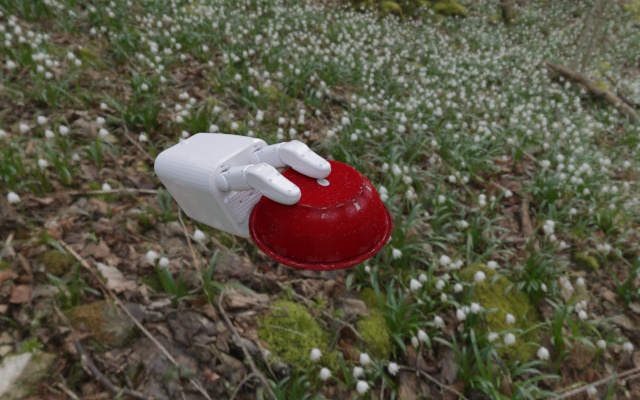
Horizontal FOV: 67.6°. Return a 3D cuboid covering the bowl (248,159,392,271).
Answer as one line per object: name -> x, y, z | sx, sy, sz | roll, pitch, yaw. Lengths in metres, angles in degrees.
bowl -> 0.001, 0.002, 0.523 | 0.162, 0.055, 0.162 | 1, 37, 0
